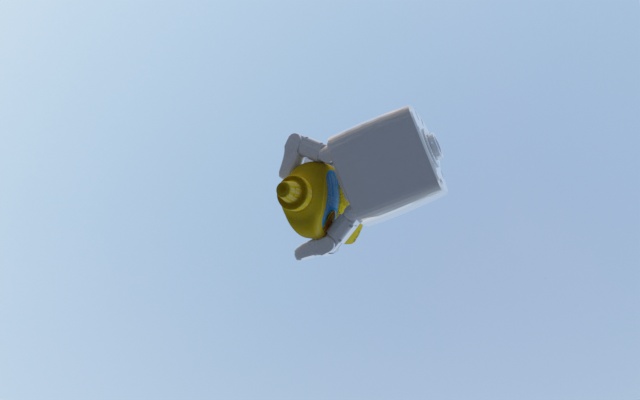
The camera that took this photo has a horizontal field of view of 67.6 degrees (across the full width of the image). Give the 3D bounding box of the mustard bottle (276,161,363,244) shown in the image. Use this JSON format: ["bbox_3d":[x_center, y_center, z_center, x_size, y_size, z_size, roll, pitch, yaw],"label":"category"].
[{"bbox_3d":[0.000,0.002,0.606,0.058,0.096,0.192,4,-7,26],"label":"mustard bottle"}]
